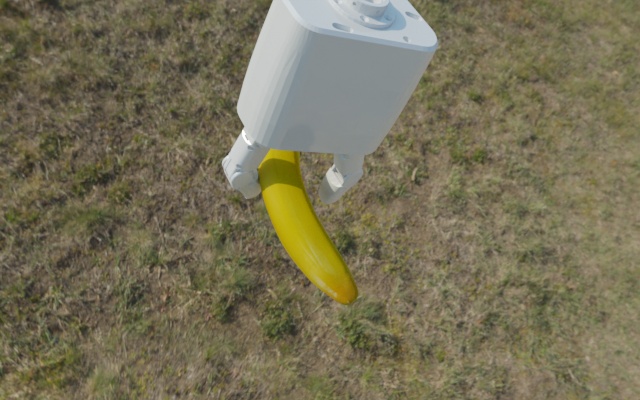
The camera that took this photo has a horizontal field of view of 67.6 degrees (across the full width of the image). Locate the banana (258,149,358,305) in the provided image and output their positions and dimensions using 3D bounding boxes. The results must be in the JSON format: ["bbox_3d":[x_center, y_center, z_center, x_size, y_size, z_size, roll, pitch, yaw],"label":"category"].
[{"bbox_3d":[-0.018,-0.003,0.414,0.069,0.197,0.037,5,-38,-24],"label":"banana"}]
